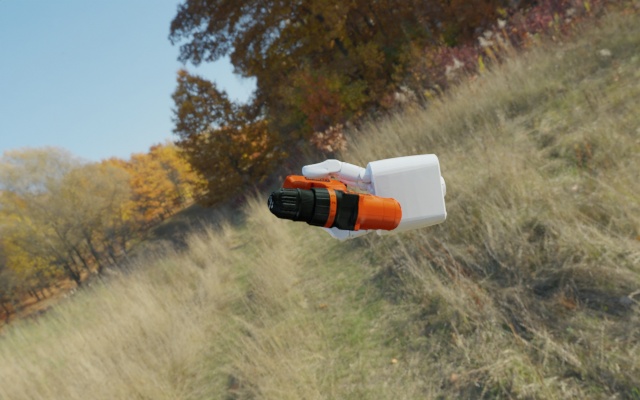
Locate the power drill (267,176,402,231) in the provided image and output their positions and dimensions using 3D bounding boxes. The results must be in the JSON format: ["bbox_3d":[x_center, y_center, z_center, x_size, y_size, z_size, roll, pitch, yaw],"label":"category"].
[{"bbox_3d":[0.000,0.002,0.693,0.184,0.057,0.187,8,7,-19],"label":"power drill"}]
